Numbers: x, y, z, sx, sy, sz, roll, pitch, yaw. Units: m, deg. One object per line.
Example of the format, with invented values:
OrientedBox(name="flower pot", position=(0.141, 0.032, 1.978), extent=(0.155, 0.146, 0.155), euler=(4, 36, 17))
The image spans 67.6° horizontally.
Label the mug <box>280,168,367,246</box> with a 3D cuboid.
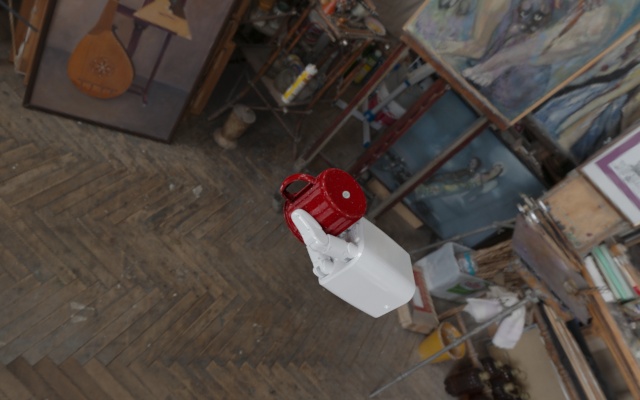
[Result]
OrientedBox(name="mug", position=(-0.001, 0.001, 0.657), extent=(0.117, 0.093, 0.081), euler=(36, -50, -18))
